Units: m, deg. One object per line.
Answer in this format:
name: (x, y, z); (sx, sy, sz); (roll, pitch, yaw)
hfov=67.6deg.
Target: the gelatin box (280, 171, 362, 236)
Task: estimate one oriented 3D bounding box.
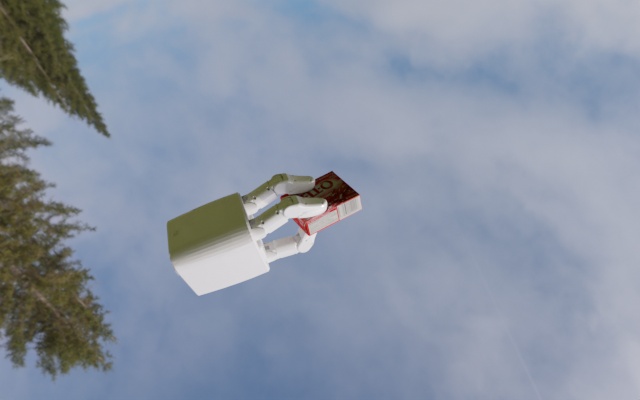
gelatin box: (0.000, 0.002, 0.657); (0.089, 0.030, 0.073); (-26, 41, -18)
